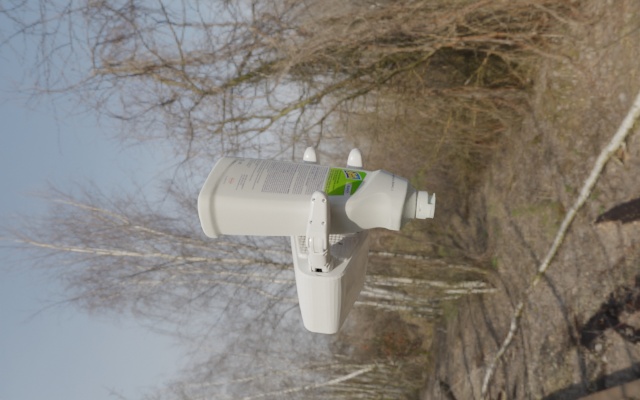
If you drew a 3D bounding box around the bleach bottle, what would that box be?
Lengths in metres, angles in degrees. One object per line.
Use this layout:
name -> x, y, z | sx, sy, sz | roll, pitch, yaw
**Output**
bleach bottle -> 0.000, 0.002, 0.538 | 0.251, 0.068, 0.102 | 4, 40, 8
